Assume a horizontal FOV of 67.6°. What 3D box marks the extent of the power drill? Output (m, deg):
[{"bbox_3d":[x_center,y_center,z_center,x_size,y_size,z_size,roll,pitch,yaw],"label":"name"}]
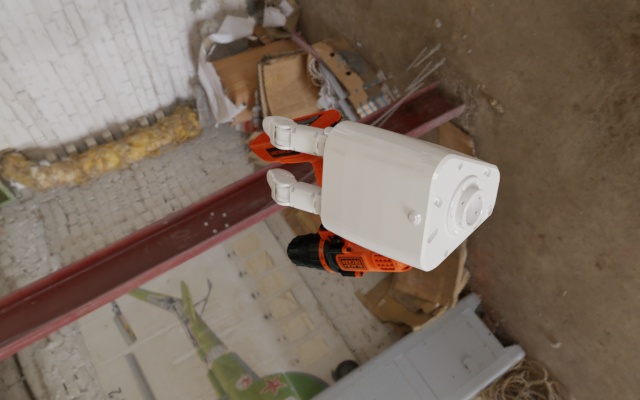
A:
[{"bbox_3d":[0.000,0.001,0.527,0.184,0.188,0.057,-7,31,42],"label":"power drill"}]
